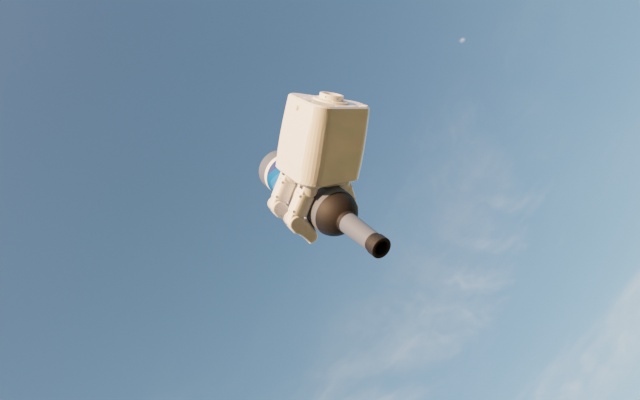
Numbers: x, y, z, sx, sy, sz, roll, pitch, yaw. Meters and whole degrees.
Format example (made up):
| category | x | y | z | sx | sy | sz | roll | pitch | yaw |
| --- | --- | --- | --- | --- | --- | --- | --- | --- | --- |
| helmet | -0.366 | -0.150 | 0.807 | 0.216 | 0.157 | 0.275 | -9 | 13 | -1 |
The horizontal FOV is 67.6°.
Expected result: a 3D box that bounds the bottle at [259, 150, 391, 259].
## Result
| category | x | y | z | sx | sy | sz | roll | pitch | yaw |
| --- | --- | --- | --- | --- | --- | --- | --- | --- | --- |
| bottle | 0.000 | 0.002 | 0.677 | 0.069 | 0.069 | 0.295 | 0 | 22 | -32 |
